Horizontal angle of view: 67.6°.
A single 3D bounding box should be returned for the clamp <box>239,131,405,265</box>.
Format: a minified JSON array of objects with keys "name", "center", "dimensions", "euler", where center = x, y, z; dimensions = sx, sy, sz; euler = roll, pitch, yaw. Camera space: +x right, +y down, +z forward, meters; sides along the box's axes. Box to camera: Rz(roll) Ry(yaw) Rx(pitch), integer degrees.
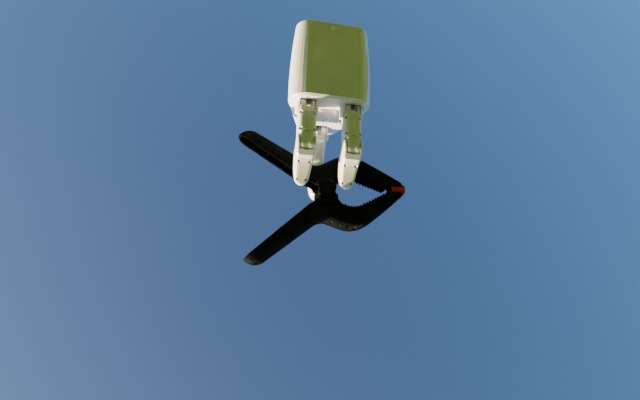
[{"name":"clamp","center":[0.000,0.002,0.583],"dimensions":[0.210,0.164,0.036],"euler":[5,-16,-11]}]
